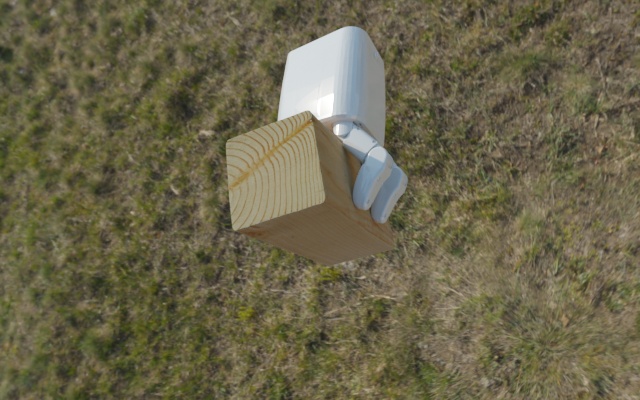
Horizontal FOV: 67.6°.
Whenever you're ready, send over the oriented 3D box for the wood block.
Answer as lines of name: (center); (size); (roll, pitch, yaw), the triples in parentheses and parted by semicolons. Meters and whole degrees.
wood block: (0.000, 0.001, 0.497); (0.091, 0.090, 0.206); (-17, -22, 20)
